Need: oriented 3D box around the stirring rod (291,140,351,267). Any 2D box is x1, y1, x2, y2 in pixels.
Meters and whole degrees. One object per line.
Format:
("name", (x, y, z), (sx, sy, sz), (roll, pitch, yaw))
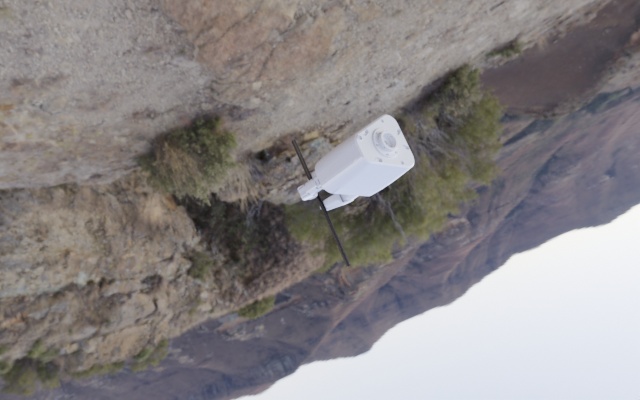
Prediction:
("stirring rod", (0.000, 0.003, 0.827), (0.011, 0.239, 0.011), (-23, -9, -4))
